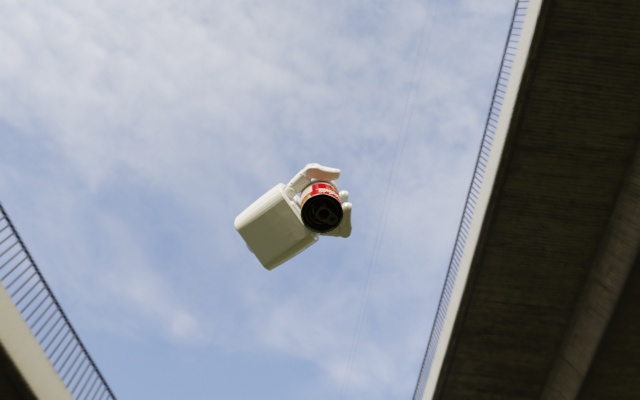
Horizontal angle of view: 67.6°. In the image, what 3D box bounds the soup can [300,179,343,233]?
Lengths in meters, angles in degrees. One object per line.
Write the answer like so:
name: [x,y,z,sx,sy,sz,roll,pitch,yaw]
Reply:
soup can: [0.000,0.002,0.797,0.068,0.068,0.102,0,22,-3]
